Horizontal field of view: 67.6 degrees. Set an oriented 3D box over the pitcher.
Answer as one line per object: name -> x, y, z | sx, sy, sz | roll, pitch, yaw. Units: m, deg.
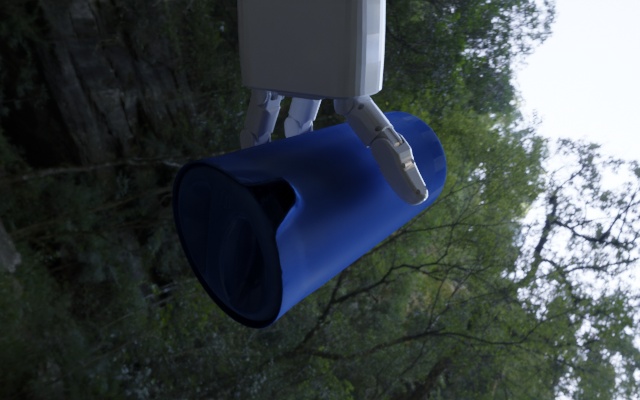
pitcher -> 0.000, 0.001, 0.432 | 0.149, 0.145, 0.242 | 20, 32, 40
